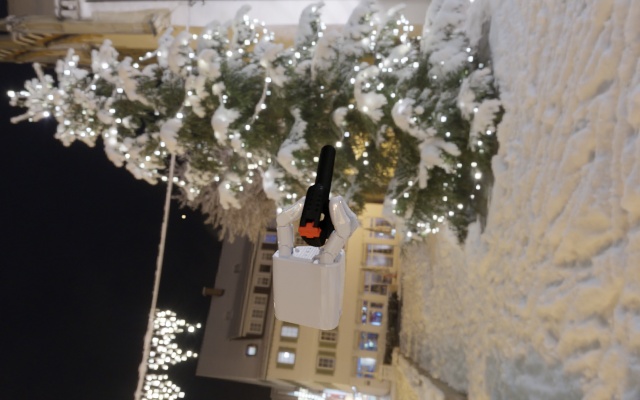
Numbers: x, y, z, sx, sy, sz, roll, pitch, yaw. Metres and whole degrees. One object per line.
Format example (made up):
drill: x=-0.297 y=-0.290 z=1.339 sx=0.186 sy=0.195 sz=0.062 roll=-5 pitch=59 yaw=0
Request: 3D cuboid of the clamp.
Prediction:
clamp: x=-0.001 y=0.003 z=0.731 sx=0.036 sy=0.164 sz=0.210 roll=1 pitch=10 yaw=9
